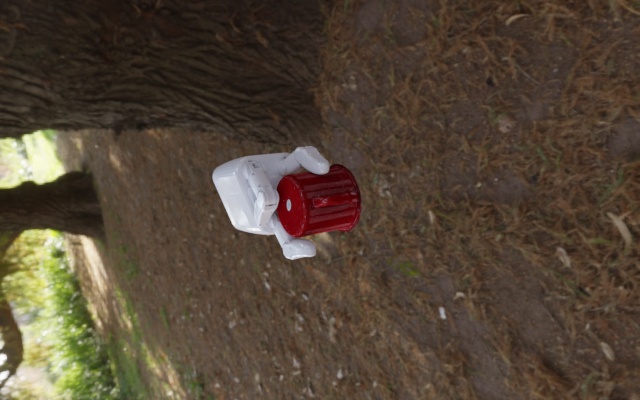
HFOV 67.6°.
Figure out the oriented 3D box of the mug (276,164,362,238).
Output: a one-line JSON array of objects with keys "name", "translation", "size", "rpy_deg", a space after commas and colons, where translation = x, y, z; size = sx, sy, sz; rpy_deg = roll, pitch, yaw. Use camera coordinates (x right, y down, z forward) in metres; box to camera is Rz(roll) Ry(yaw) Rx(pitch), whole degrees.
[{"name": "mug", "translation": [0.001, 0.002, 0.613], "size": [0.081, 0.093, 0.117], "rpy_deg": [-10, 4, -32]}]
